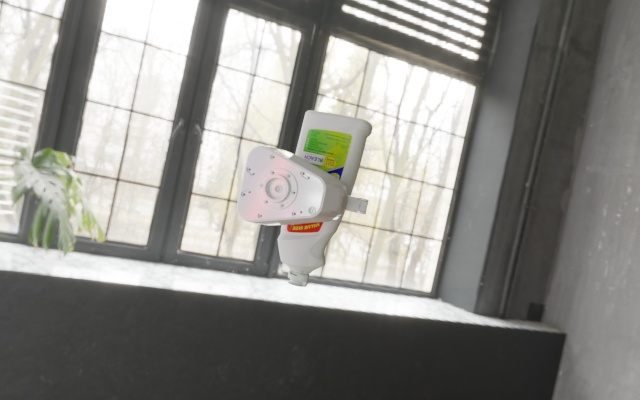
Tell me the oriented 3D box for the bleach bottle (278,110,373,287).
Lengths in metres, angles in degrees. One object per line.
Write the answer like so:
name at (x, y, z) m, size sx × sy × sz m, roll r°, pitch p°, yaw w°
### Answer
bleach bottle at (0.000, 0.002, 0.695) m, size 0.102 × 0.251 × 0.068 m, roll 12°, pitch 1°, yaw 14°
